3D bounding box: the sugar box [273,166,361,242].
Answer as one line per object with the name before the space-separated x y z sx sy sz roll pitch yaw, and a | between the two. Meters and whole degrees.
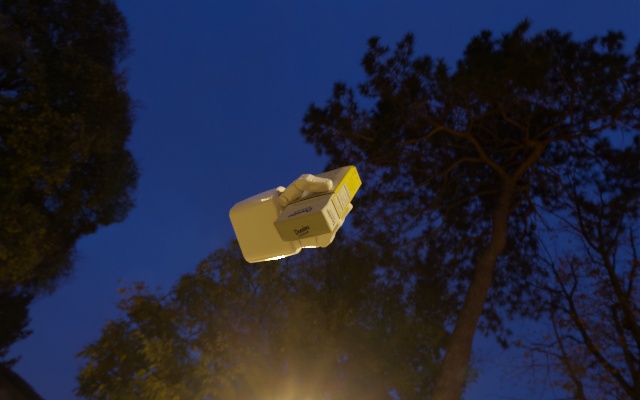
sugar box | 0.000 0.003 0.803 0.093 0.048 0.176 -14 24 28
